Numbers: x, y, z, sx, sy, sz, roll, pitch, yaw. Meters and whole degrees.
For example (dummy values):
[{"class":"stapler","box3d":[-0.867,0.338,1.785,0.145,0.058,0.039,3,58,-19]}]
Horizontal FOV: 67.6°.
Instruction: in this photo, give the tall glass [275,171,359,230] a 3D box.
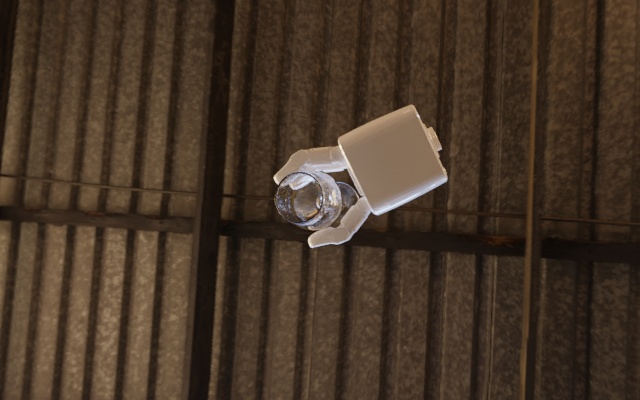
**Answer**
[{"class":"tall glass","box3d":[0.000,0.002,0.664,0.079,0.079,0.201,0,-3,16]}]
